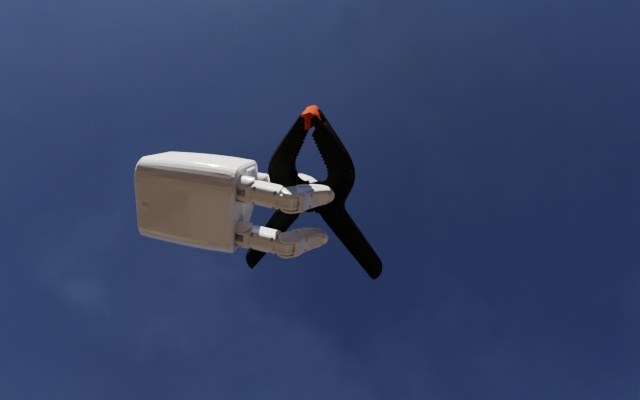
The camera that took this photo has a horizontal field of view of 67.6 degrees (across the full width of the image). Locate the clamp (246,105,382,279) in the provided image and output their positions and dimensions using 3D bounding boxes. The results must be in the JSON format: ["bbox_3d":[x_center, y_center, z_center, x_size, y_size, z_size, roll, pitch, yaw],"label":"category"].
[{"bbox_3d":[0.000,0.001,0.534,0.164,0.210,0.036,9,29,4],"label":"clamp"}]
